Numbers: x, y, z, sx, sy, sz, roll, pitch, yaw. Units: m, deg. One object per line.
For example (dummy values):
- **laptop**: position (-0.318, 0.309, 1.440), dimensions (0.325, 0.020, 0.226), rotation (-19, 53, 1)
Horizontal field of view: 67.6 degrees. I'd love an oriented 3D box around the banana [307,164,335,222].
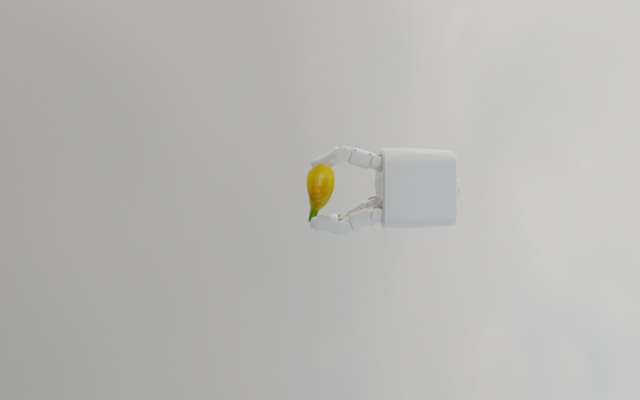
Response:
- **banana**: position (0.001, -0.016, 0.656), dimensions (0.037, 0.069, 0.198), rotation (2, -11, 0)
